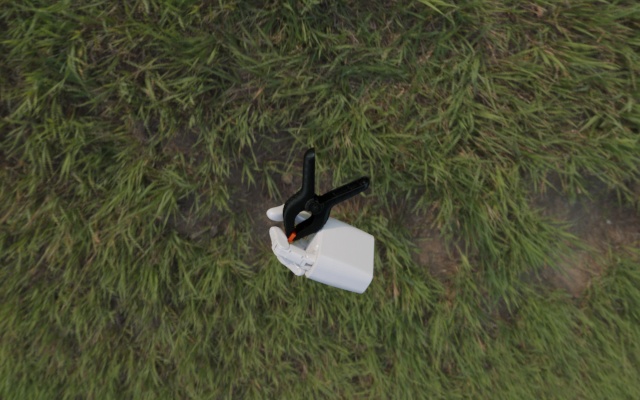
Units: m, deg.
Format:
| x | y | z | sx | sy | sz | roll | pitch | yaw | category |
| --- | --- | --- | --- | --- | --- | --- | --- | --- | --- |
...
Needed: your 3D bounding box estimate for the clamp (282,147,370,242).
| x | y | z | sx | sy | sz | roll | pitch | yaw | category |
| --- | --- | --- | --- | --- | --- | --- | --- | --- | --- |
| 0.000 | 0.003 | 0.788 | 0.120 | 0.171 | 0.039 | 21 | 30 | -13 | clamp |
